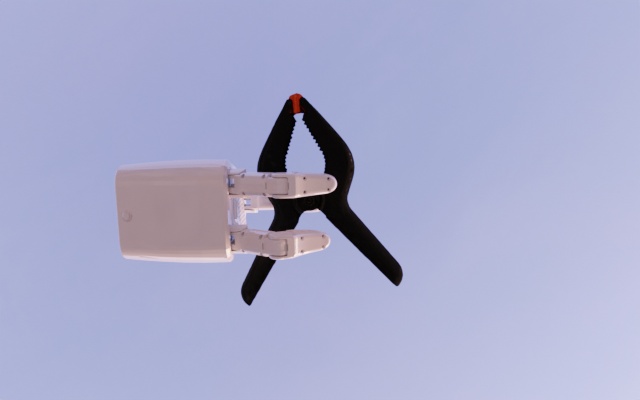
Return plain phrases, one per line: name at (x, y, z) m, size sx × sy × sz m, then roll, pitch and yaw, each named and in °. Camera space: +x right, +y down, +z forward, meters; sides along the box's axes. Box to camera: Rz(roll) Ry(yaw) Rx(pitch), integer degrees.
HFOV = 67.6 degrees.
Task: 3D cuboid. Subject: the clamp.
clamp at (0.000, 0.001, 0.473) m, size 0.164 × 0.210 × 0.036 m, roll -1°, pitch 9°, yaw -1°
